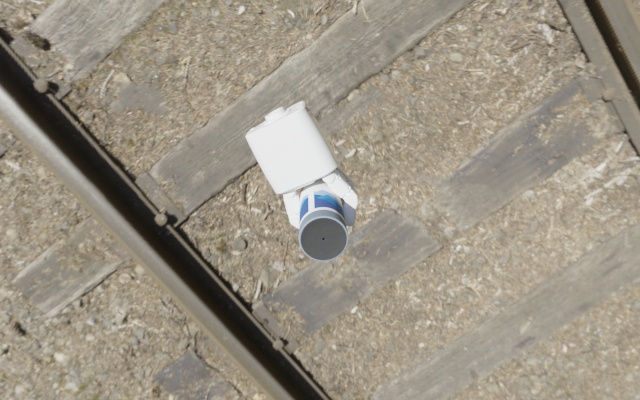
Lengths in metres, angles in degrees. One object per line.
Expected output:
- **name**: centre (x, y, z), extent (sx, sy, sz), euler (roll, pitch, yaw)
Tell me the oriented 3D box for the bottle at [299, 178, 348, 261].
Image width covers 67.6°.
- **bottle**: centre (0.000, 0.003, 0.772), extent (0.069, 0.069, 0.295), euler (0, 19, -2)
